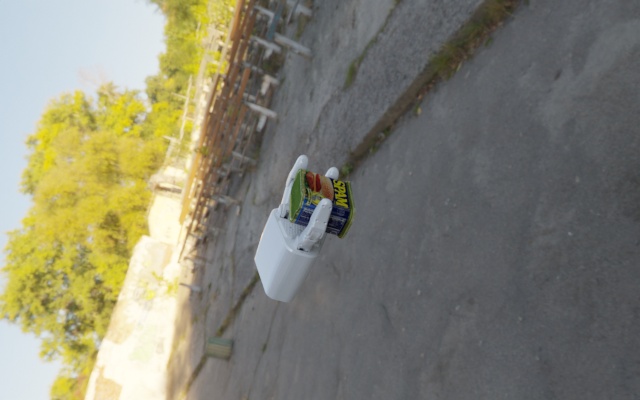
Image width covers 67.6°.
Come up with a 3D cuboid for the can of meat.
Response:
[{"bbox_3d":[0.000,0.002,0.724,0.084,0.057,0.102,17,33,-15],"label":"can of meat"}]
